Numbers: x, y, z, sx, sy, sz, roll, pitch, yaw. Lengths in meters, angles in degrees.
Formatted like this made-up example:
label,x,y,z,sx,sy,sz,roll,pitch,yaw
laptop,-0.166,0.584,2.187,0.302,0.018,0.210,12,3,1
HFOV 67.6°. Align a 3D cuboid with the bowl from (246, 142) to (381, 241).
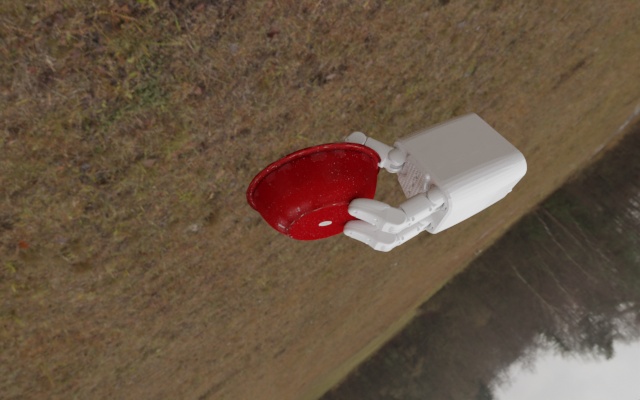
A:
label,x,y,z,sx,sy,sz,roll,pitch,yaw
bowl,-0.001,0.003,0.542,0.162,0.055,0.162,-14,-24,-6
